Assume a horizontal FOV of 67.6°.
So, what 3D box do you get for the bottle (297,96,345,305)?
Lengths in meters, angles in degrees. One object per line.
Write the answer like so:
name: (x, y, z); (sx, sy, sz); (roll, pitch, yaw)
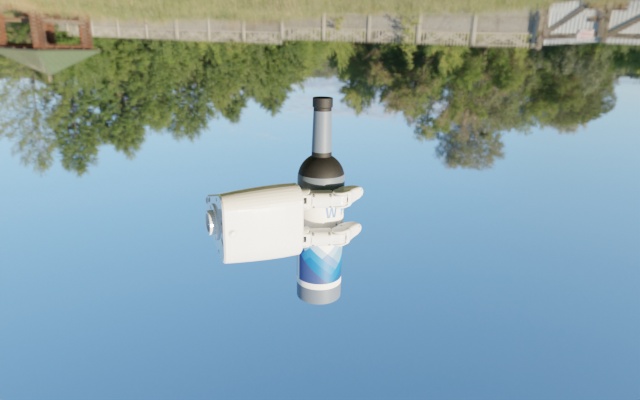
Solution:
bottle: (0.000, 0.002, 0.682); (0.069, 0.296, 0.069); (1, 18, 0)
